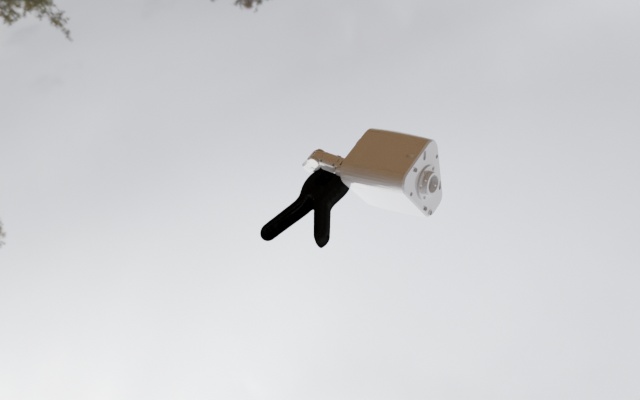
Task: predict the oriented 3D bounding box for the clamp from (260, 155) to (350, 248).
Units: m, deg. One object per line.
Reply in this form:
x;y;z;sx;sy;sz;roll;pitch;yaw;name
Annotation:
0.000;0.003;0.687;0.120;0.171;0.039;16;-31;41;clamp
